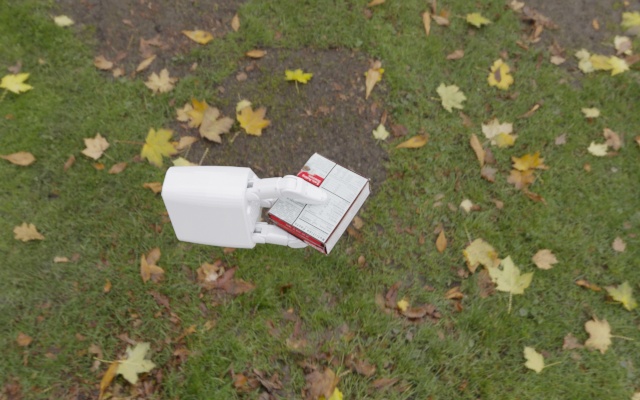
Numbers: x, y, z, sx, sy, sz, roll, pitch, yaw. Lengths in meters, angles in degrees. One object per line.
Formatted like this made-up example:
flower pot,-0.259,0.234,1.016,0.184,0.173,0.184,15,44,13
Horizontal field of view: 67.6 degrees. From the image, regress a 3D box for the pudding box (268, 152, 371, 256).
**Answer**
pudding box,0.000,0.002,0.622,0.090,0.113,0.039,29,-21,18
